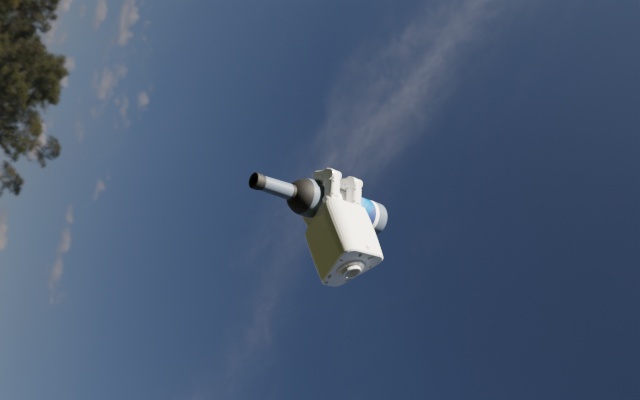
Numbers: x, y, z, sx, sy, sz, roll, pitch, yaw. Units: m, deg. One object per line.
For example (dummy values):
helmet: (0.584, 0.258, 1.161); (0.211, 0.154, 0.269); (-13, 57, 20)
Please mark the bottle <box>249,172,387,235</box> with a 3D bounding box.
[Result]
bottle: (0.000, 0.003, 0.861); (0.296, 0.069, 0.069); (18, -12, -39)
